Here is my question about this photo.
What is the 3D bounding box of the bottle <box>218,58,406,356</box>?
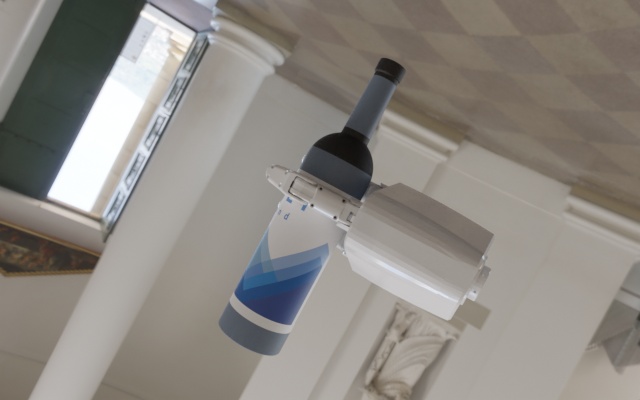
[{"bbox_3d":[0.000,0.002,0.457,0.069,0.296,0.069,28,2,-1],"label":"bottle"}]
